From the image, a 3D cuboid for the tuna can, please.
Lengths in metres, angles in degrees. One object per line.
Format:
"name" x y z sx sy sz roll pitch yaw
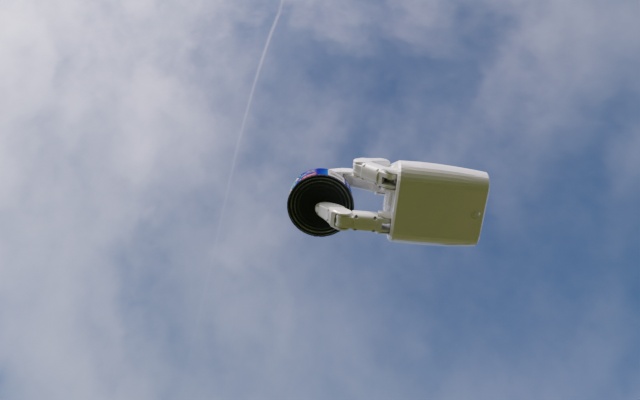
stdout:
"tuna can" 0.000 0.002 0.623 0.086 0.086 0.033 0 21 0
